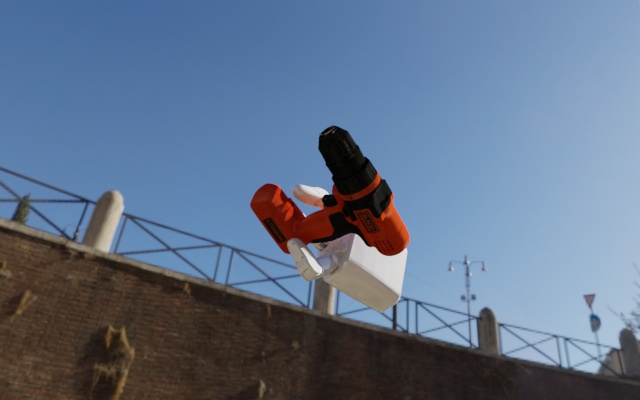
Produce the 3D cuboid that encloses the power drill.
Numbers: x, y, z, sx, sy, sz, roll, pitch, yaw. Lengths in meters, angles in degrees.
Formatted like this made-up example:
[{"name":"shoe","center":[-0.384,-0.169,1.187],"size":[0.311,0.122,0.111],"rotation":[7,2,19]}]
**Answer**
[{"name":"power drill","center":[0.000,0.002,0.608],"size":[0.187,0.184,0.057],"rotation":[-10,32,40]}]
